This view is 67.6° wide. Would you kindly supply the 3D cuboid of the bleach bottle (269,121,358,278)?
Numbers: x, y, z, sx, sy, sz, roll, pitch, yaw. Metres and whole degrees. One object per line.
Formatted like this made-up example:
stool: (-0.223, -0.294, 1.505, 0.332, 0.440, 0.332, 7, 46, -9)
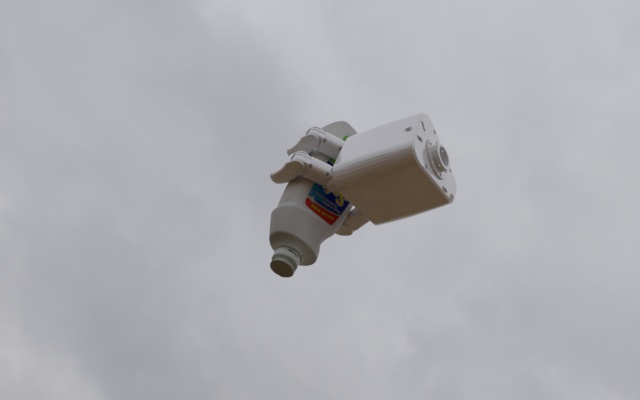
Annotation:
bleach bottle: (0.000, 0.002, 0.616, 0.068, 0.103, 0.250, -19, 30, 35)
